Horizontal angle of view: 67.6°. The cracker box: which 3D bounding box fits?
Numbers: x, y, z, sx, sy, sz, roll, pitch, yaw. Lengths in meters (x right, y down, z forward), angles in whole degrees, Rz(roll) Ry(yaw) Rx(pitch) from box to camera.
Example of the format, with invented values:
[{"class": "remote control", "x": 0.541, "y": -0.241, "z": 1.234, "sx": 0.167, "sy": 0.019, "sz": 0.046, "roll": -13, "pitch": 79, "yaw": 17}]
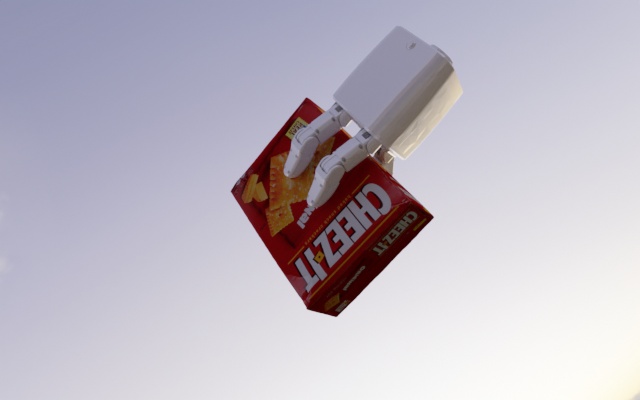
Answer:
[{"class": "cracker box", "x": 0.000, "y": 0.002, "z": 0.573, "sx": 0.072, "sy": 0.164, "sz": 0.213, "roll": 27, "pitch": 19, "yaw": -51}]
